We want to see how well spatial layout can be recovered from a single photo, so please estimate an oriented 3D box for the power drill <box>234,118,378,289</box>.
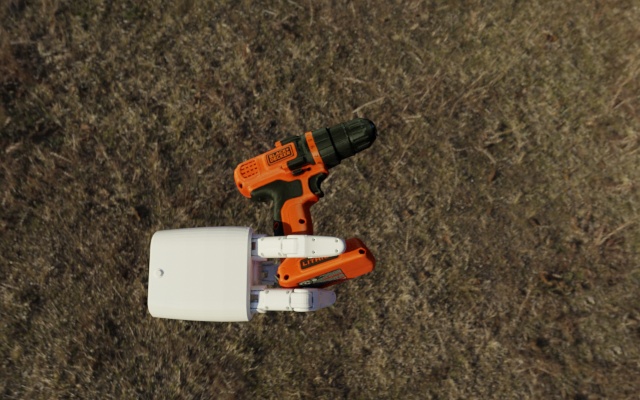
[{"bbox_3d":[0.000,0.002,0.554,0.184,0.187,0.057,-22,-31,8],"label":"power drill"}]
